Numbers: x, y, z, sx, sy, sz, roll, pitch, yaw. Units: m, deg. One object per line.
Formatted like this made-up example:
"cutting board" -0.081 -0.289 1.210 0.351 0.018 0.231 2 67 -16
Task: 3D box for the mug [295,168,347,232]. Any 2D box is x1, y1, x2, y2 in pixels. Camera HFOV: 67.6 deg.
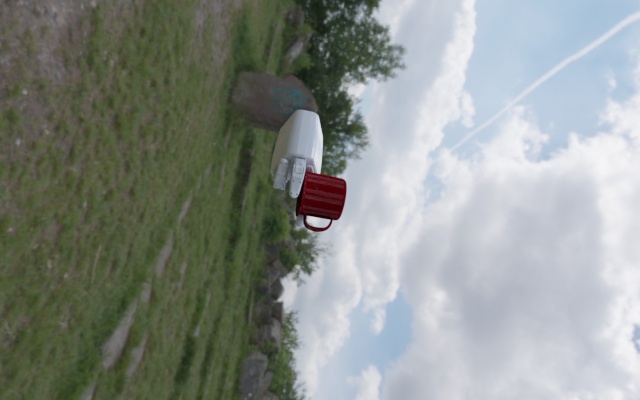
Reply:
"mug" 0.000 0.004 0.895 0.081 0.117 0.093 11 -24 -8
